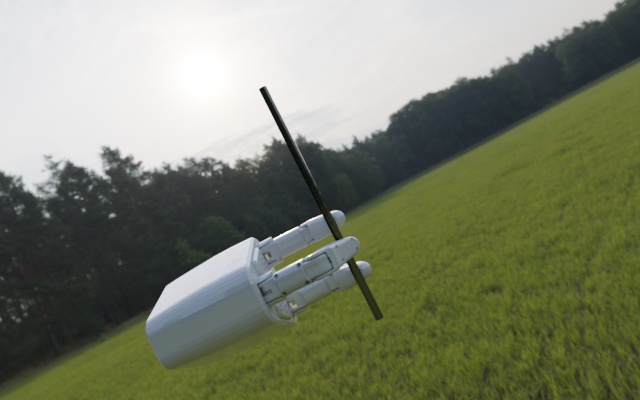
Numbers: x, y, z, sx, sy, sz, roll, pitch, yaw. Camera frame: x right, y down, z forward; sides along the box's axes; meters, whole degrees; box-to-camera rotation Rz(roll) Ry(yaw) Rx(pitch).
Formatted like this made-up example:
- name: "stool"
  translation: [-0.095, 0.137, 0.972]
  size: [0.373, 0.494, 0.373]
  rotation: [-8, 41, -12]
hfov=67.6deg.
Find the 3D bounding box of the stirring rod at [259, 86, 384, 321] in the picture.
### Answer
- name: "stirring rod"
  translation: [0.000, 0.002, 0.444]
  size: [0.011, 0.239, 0.011]
  rotation: [-27, -2, -1]
